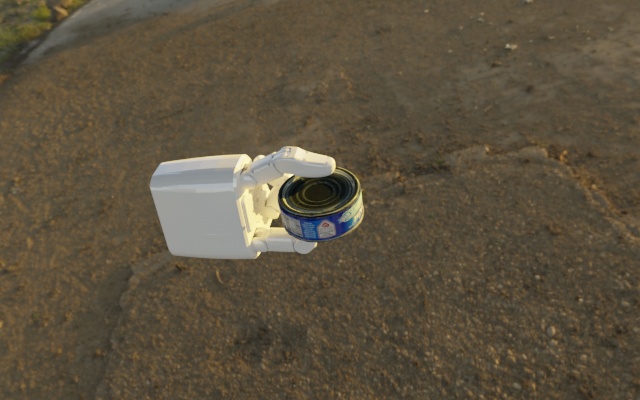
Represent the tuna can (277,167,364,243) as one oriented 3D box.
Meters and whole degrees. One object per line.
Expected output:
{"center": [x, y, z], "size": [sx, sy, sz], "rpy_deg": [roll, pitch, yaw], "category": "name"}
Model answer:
{"center": [0.000, 0.001, 0.484], "size": [0.086, 0.034, 0.086], "rpy_deg": [-6, 38, 5], "category": "tuna can"}
